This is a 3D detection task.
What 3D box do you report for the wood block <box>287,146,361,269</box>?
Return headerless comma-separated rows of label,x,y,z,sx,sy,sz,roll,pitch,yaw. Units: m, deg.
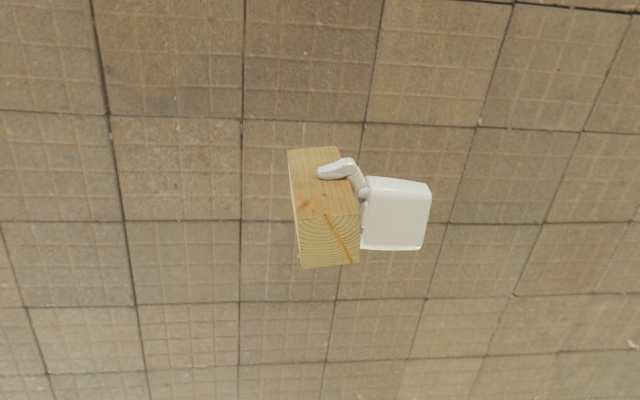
wood block,0.001,0.002,0.762,0.090,0.091,0.206,-6,34,-5
